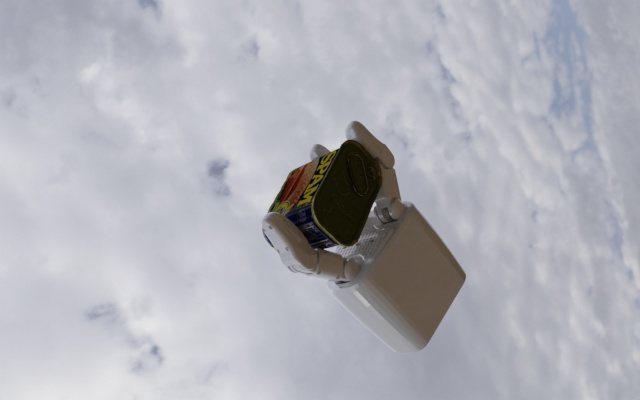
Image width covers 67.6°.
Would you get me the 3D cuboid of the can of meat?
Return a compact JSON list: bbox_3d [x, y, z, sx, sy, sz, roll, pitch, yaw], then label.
[{"bbox_3d":[0.000,0.002,0.450,0.057,0.102,0.084,44,-39,-22],"label":"can of meat"}]
